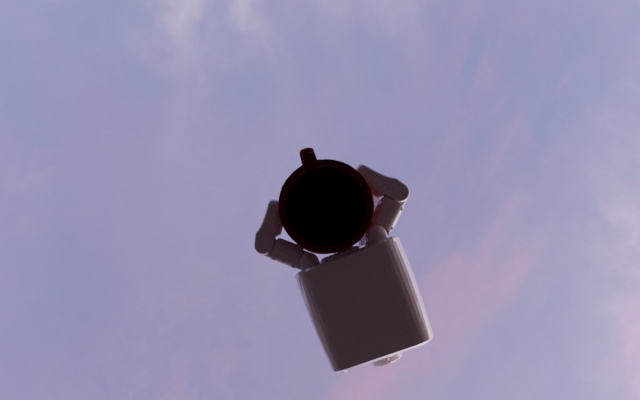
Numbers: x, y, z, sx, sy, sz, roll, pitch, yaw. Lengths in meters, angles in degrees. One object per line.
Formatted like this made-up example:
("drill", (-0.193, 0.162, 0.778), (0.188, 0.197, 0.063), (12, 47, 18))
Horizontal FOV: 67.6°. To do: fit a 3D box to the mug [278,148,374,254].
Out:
("mug", (-0.001, 0.000, 0.501), (0.093, 0.117, 0.081), (-19, -10, -6))
